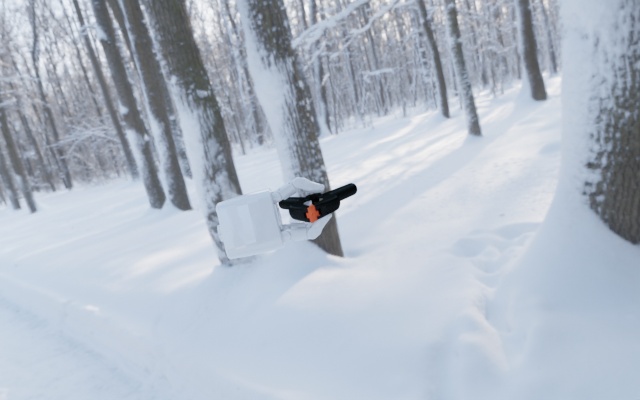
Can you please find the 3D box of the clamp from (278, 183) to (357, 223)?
[{"bbox_3d":[0.000,0.002,0.897,0.164,0.036,0.210,-14,9,-2],"label":"clamp"}]
